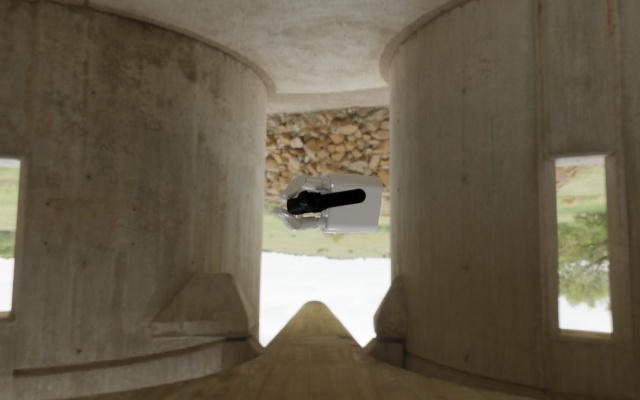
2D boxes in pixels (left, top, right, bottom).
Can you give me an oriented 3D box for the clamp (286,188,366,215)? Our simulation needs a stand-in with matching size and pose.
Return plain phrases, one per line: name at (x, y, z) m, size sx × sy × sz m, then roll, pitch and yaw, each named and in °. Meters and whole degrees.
clamp at (0.000, 0.003, 0.833) m, size 0.120 × 0.039 × 0.171 m, roll 2°, pitch -6°, yaw -18°
